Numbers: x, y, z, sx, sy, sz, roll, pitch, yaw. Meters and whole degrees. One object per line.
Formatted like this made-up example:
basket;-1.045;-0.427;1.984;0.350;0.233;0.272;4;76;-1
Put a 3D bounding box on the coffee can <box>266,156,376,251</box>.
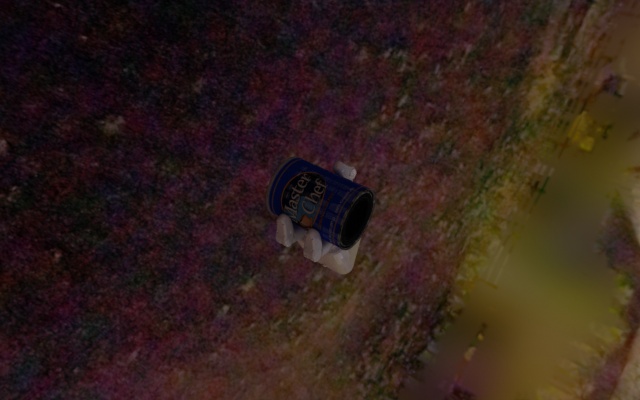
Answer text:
coffee can;0.000;0.002;0.747;0.140;0.103;0.103;25;12;26
